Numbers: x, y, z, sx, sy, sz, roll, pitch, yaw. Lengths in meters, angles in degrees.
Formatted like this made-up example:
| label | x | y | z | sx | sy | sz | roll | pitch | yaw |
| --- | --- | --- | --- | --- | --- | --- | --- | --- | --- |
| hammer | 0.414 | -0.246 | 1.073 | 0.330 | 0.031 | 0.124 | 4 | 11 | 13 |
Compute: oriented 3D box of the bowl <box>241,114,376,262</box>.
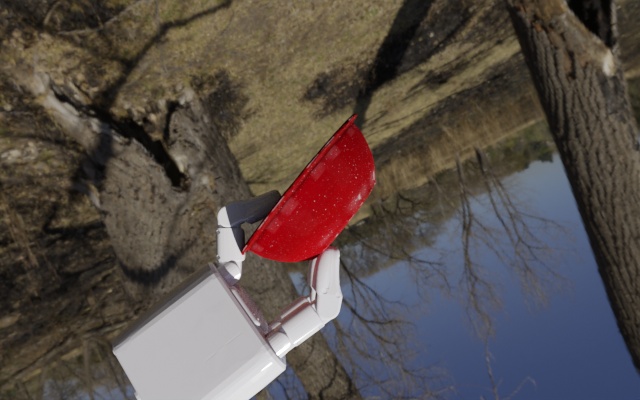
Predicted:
| label | x | y | z | sx | sy | sz | roll | pitch | yaw |
| --- | --- | --- | --- | --- | --- | --- | --- | --- | --- |
| bowl | 0.001 | 0.001 | 0.431 | 0.055 | 0.162 | 0.162 | 39 | -1 | -1 |
